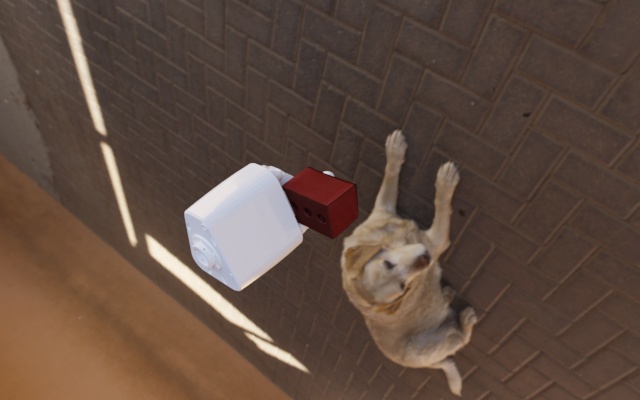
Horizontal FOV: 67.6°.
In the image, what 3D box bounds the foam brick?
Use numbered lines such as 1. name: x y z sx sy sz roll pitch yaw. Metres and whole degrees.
1. foam brick: 0.000 0.002 0.581 0.078 0.053 0.051 22 47 36
